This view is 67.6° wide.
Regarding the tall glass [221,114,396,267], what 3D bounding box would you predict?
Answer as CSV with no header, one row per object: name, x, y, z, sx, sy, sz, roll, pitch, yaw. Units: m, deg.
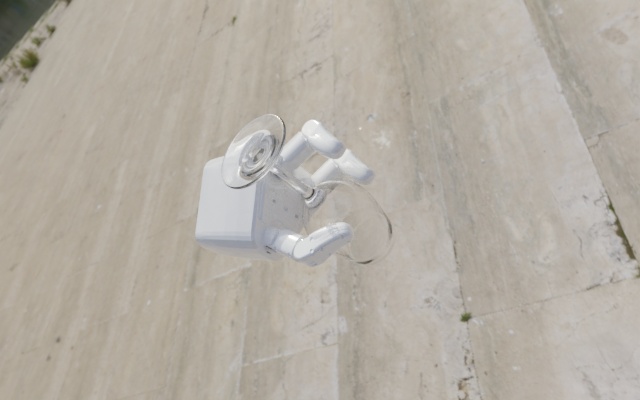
tall glass,0.000,0.001,0.475,0.079,0.079,0.201,0,-27,42
